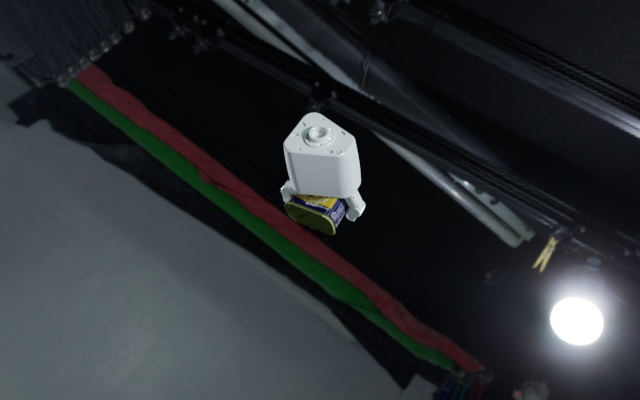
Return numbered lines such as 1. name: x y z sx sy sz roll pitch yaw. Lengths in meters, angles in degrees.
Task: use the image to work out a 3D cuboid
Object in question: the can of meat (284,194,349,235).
1. can of meat: 0.000 0.003 0.869 0.102 0.084 0.057 20 -30 26
